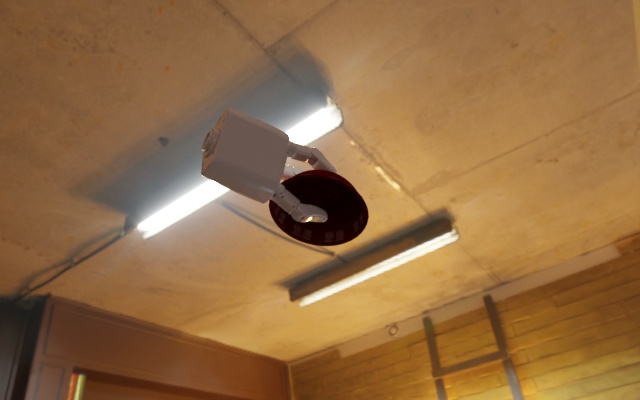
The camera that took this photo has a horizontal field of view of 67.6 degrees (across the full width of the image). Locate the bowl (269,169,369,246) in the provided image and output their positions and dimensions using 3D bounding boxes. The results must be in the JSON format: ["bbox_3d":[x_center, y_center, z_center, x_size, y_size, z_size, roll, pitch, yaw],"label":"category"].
[{"bbox_3d":[0.001,0.003,0.781,0.162,0.162,0.055,0,43,12],"label":"bowl"}]
